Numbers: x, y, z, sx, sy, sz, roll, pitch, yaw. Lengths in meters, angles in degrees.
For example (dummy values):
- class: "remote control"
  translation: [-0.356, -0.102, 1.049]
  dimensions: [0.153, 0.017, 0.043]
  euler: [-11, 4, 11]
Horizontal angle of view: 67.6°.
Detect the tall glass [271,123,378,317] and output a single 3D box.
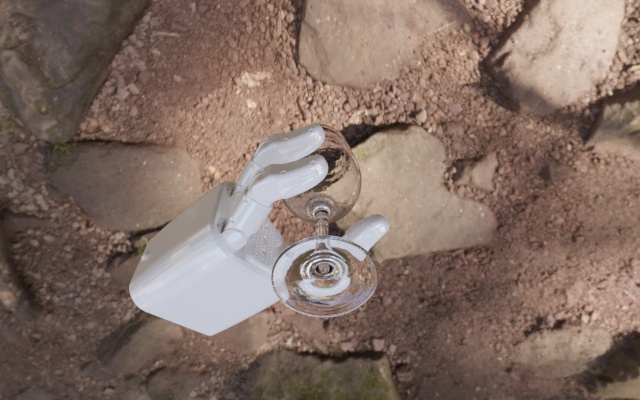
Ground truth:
- class: "tall glass"
  translation: [0.000, 0.002, 0.413]
  dimensions: [0.079, 0.079, 0.201]
  euler: [0, 33, -1]
